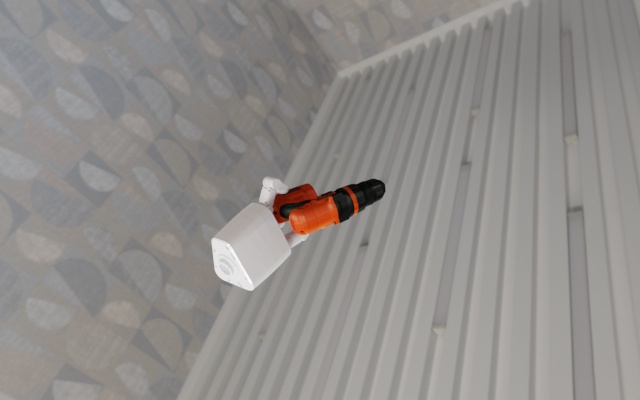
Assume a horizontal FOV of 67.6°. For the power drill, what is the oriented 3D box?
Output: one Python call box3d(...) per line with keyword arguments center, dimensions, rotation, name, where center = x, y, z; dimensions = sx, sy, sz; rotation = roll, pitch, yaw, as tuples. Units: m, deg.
box3d(center=(0.000, 0.003, 0.852), dimensions=(0.184, 0.057, 0.187), rotation=(-21, 11, -27), name="power drill")
